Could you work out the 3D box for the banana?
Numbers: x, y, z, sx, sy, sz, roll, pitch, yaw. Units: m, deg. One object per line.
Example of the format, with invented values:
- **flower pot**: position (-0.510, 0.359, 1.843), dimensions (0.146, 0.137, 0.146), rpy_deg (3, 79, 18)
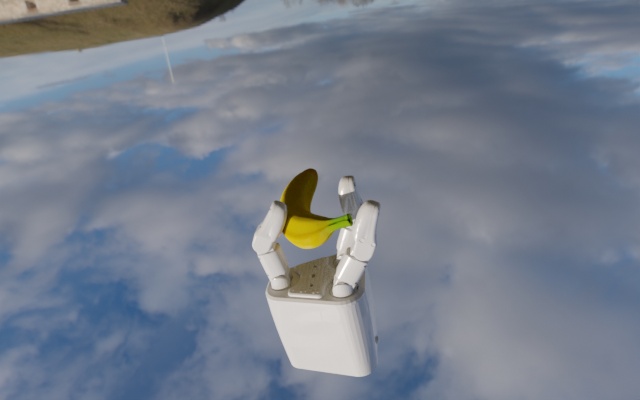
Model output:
- **banana**: position (-0.016, 0.010, 0.541), dimensions (0.069, 0.037, 0.197), rpy_deg (-22, 22, -4)
